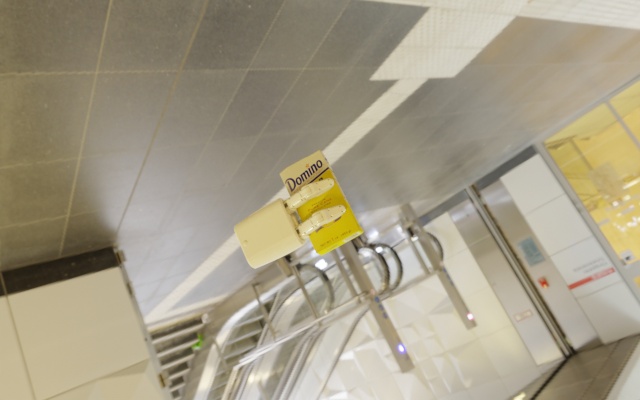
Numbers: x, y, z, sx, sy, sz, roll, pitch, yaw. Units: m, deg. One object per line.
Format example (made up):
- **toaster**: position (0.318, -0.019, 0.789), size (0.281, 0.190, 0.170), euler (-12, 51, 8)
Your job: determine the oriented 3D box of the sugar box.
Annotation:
- **sugar box**: position (0.000, 0.003, 0.892), size (0.093, 0.176, 0.048), euler (-29, -16, 8)
